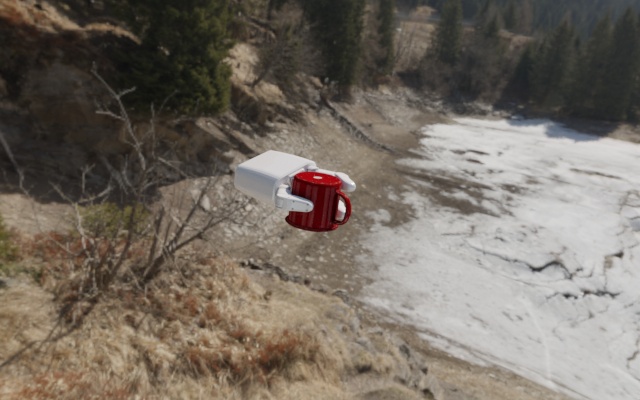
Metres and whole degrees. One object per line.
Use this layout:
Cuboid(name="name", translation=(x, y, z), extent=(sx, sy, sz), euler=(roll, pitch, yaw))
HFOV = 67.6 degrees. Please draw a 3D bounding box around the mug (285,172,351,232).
Cuboid(name="mug", translation=(0.001, 0.003, 0.800), extent=(0.117, 0.081, 0.093), euler=(19, 20, 34))
